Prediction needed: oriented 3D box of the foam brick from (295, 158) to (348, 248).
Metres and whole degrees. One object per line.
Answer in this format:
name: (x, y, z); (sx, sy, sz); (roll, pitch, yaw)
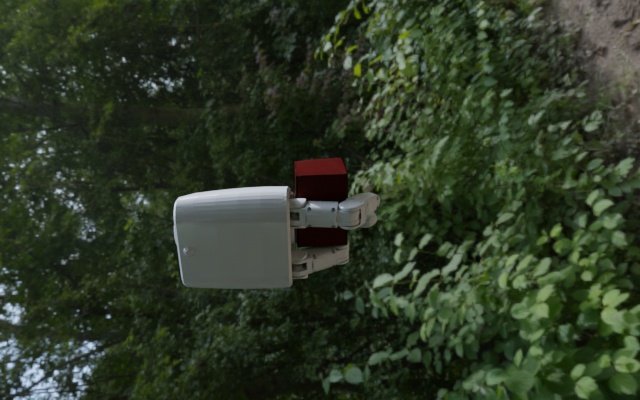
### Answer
foam brick: (0.000, 0.001, 0.483); (0.051, 0.078, 0.053); (-1, 21, -2)
